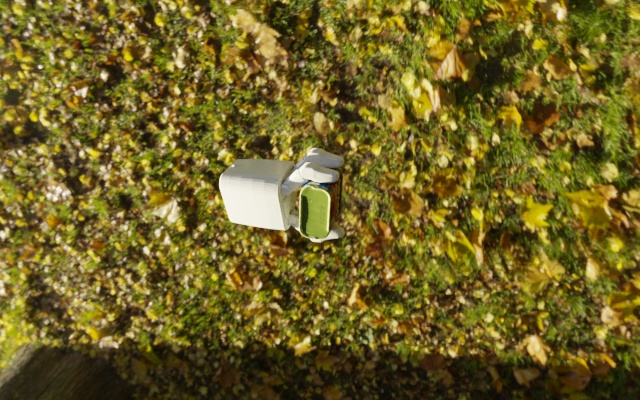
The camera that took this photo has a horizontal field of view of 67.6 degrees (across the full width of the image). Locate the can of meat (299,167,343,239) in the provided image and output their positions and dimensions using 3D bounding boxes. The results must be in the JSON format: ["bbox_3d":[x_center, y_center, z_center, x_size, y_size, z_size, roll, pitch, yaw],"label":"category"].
[{"bbox_3d":[0.000,0.003,0.793,0.057,0.102,0.084,8,29,11],"label":"can of meat"}]
